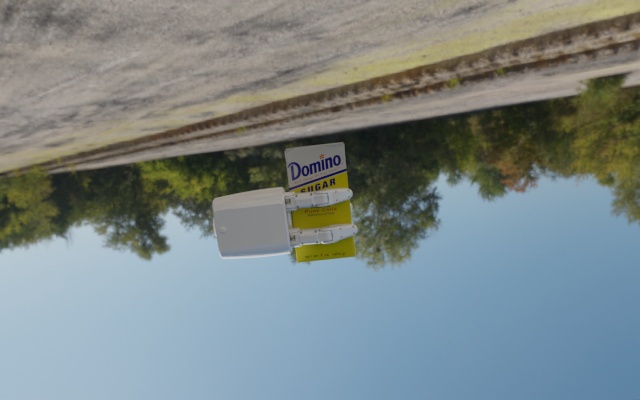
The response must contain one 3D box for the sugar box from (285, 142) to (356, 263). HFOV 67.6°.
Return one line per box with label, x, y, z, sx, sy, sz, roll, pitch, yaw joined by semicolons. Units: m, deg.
sugar box;0.000;0.003;0.740;0.093;0.176;0.048;-7;6;2
